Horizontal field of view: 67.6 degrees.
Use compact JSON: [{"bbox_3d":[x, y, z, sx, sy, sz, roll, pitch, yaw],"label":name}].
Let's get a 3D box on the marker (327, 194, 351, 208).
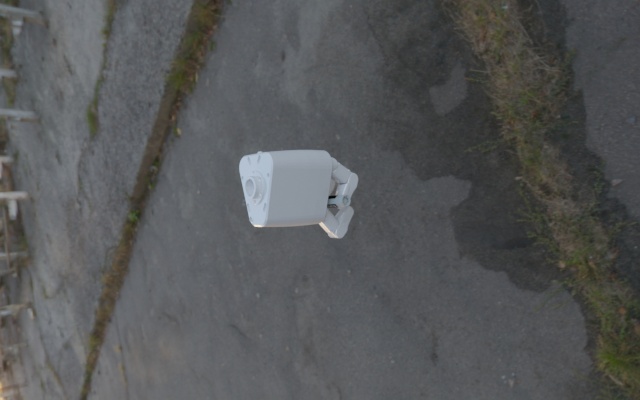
[{"bbox_3d":[0.000,0.002,0.749,0.020,0.020,0.121,0,-2,-39],"label":"marker"}]
